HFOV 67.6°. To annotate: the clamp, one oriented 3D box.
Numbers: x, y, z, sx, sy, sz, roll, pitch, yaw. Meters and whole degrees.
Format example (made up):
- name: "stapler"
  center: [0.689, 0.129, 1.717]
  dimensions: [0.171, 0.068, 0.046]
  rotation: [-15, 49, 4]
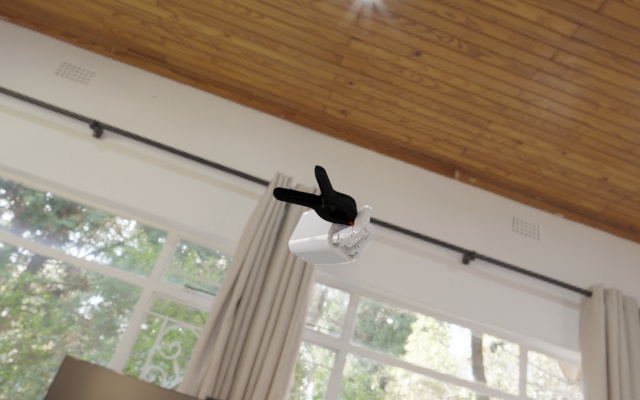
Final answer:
- name: "clamp"
  center: [0.000, 0.002, 0.872]
  dimensions: [0.120, 0.039, 0.171]
  rotation: [-14, -41, 36]
